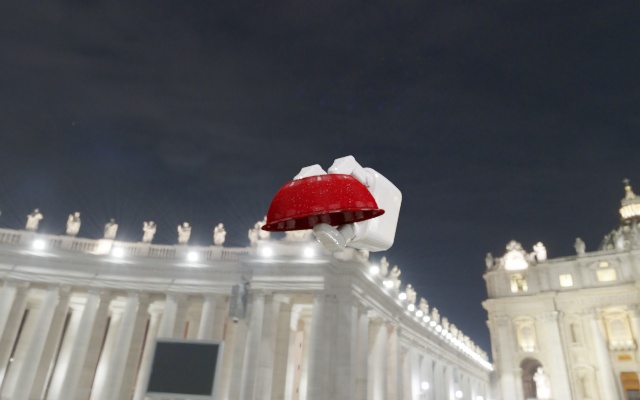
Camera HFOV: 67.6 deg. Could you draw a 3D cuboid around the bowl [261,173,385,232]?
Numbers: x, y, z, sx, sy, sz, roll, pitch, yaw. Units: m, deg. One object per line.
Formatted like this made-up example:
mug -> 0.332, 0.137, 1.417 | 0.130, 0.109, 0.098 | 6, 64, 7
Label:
bowl -> 0.000, 0.001, 0.618 | 0.162, 0.055, 0.162 | -8, -8, -1
